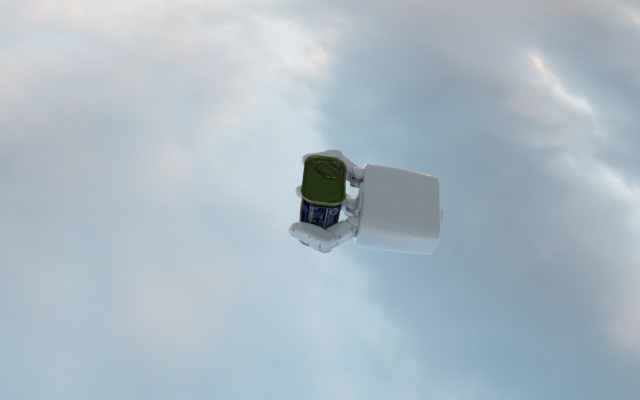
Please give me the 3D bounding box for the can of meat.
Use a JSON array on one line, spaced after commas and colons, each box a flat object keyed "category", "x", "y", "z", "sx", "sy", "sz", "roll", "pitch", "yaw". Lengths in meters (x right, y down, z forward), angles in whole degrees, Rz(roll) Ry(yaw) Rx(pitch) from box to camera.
[{"category": "can of meat", "x": 0.000, "y": 0.002, "z": 0.647, "sx": 0.057, "sy": 0.084, "sz": 0.102, "roll": 7, "pitch": 39, "yaw": -3}]
